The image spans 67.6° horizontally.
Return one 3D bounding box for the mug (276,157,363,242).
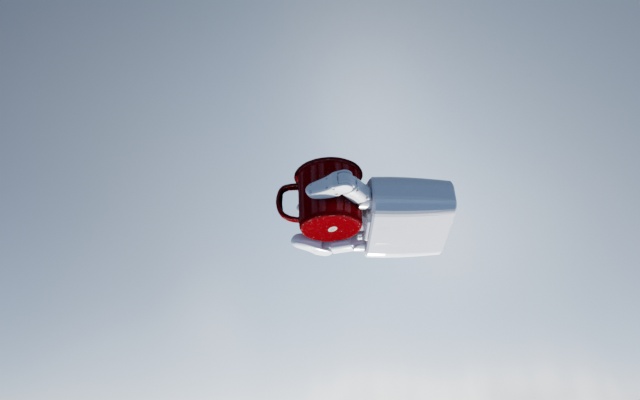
[{"bbox_3d":[-0.001,0.002,0.626,0.117,0.081,0.093,0,-29,-3],"label":"mug"}]
